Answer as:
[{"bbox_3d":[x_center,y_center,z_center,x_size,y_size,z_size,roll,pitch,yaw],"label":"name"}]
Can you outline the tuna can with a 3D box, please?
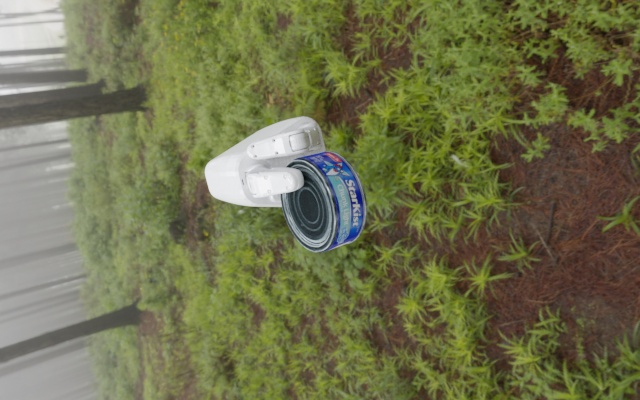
[{"bbox_3d":[0.000,0.002,0.419,0.034,0.086,0.086,-16,9,-34],"label":"tuna can"}]
